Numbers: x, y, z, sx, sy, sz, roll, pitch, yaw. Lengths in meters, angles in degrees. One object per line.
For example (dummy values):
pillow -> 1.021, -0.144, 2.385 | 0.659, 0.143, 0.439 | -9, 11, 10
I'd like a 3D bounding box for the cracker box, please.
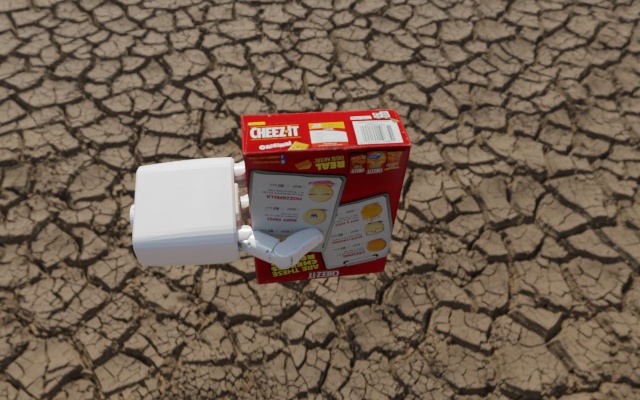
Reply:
cracker box -> 0.000, 0.002, 0.544 | 0.164, 0.072, 0.214 | -4, -43, -6
